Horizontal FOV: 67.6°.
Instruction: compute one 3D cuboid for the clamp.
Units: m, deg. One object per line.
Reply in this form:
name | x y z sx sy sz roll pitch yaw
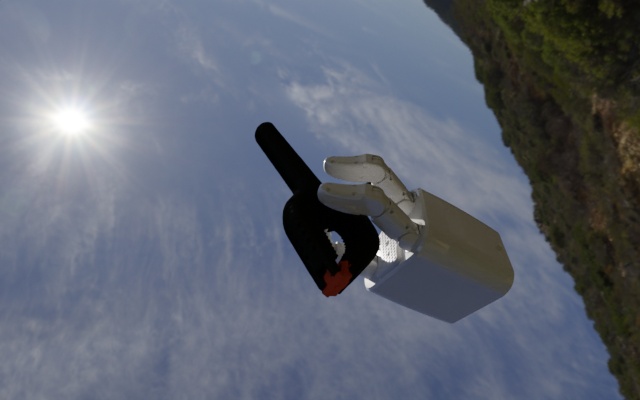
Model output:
clamp | 0.000 0.002 0.457 0.164 0.036 0.209 25 32 -12
